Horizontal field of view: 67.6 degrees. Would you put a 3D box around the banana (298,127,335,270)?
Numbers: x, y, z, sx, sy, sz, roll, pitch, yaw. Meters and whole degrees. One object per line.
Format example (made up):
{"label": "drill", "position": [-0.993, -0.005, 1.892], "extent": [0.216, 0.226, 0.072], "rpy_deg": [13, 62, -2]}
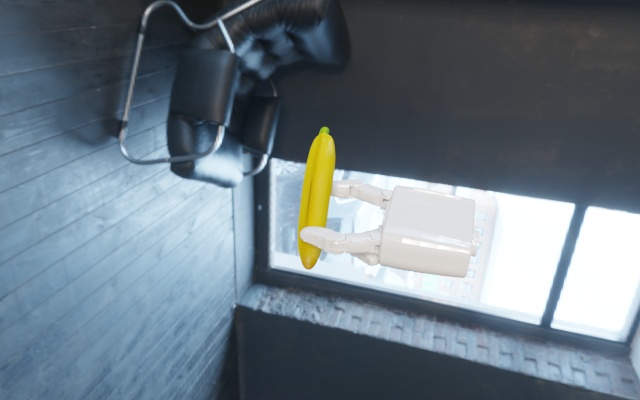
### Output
{"label": "banana", "position": [-0.004, -0.001, 0.628], "extent": [0.037, 0.198, 0.069], "rpy_deg": [9, 2, 13]}
